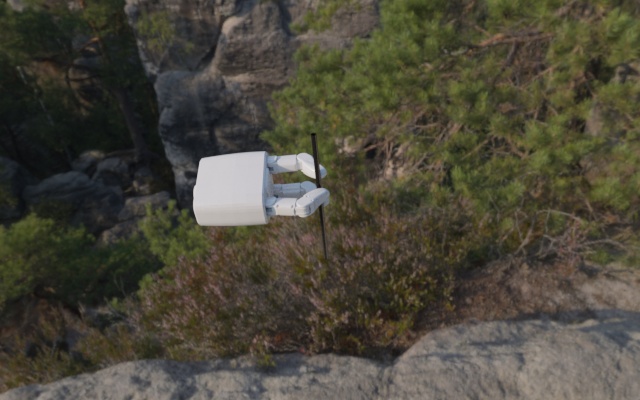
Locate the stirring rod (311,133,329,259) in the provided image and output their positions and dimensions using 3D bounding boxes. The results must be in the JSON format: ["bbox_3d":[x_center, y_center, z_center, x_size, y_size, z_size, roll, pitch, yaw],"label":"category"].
[{"bbox_3d":[0.000,0.003,0.739,0.011,0.240,0.011,-4,38,3],"label":"stirring rod"}]
